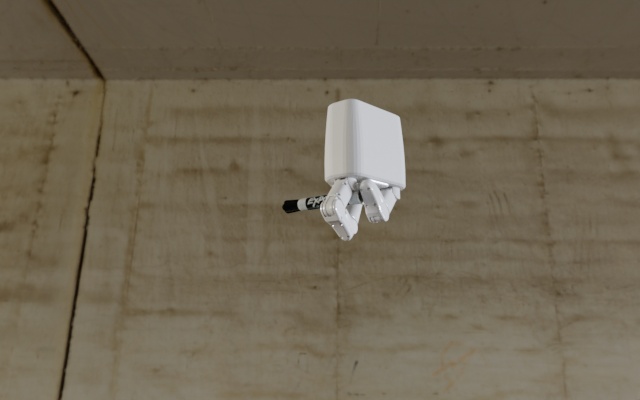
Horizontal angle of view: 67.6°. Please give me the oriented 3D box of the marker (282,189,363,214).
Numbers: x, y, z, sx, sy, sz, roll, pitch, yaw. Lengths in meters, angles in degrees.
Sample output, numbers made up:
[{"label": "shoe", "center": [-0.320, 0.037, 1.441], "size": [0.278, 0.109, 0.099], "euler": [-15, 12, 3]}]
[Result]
[{"label": "marker", "center": [0.000, 0.002, 0.634], "size": [0.121, 0.020, 0.020], "euler": [-8, -5, 32]}]
